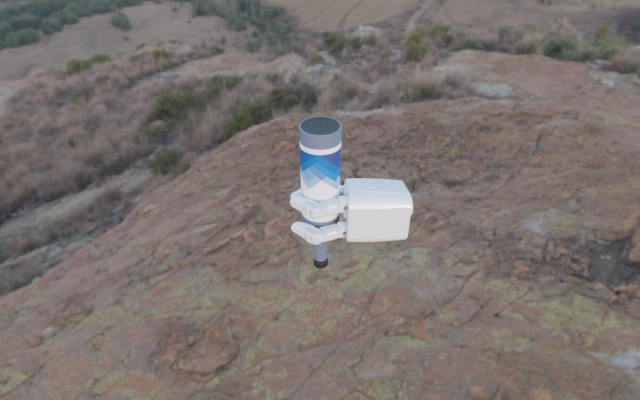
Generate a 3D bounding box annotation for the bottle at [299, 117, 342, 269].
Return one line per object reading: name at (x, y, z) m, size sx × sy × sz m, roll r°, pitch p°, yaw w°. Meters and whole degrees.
bottle at (0.000, 0.002, 0.830) m, size 0.069 × 0.296 × 0.069 m, roll 0°, pitch 36°, yaw 0°
